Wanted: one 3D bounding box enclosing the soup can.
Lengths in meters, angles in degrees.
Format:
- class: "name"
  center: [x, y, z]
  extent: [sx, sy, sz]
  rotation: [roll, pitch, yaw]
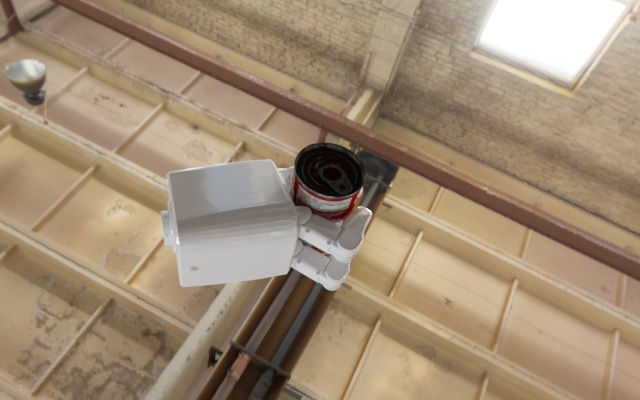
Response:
- class: "soup can"
  center: [0.000, 0.002, 0.480]
  extent: [0.068, 0.068, 0.102]
  rotation: [0, -38, -13]
